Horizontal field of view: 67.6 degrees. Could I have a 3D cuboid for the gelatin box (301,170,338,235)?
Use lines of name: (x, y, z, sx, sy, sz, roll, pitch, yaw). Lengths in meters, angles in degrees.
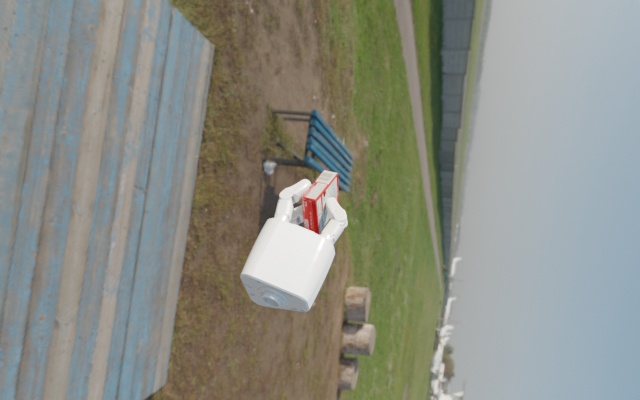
gelatin box: (0.001, 0.003, 0.810, 0.030, 0.073, 0.089, 15, 41, 22)
